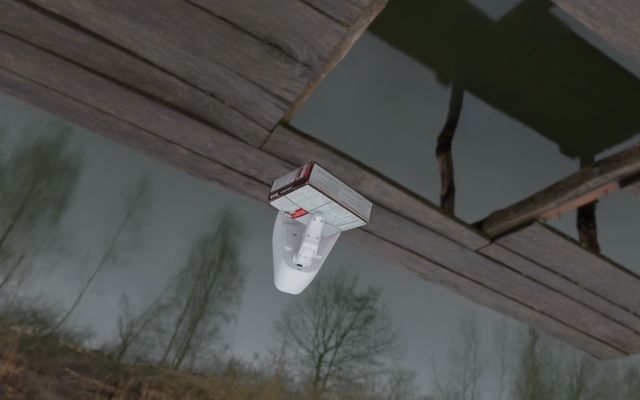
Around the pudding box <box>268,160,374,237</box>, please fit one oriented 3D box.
[{"bbox_3d":[0.000,0.002,0.638,0.113,0.039,0.090,32,-35,-29],"label":"pudding box"}]
